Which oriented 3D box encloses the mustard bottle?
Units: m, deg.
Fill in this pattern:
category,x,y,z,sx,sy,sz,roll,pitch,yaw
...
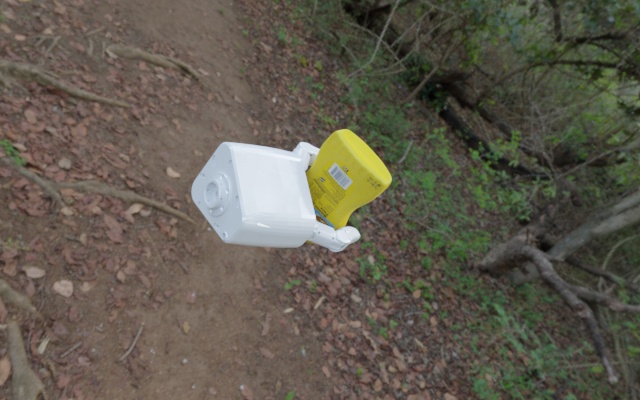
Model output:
category,x,y,z,sx,sy,sz,roll,pitch,yaw
mustard bottle,0.000,0.002,0.644,0.192,0.096,0.058,-47,-9,30
